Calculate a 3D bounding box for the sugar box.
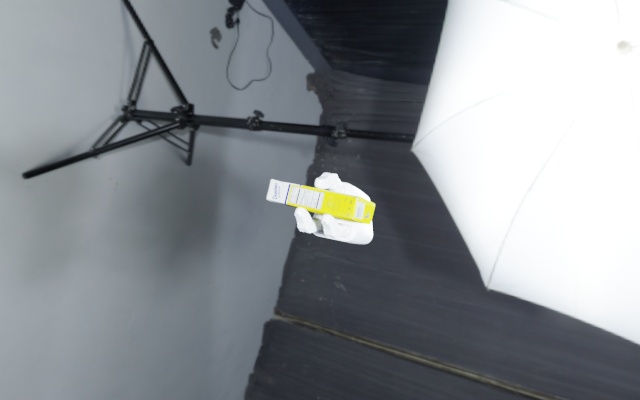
[{"bbox_3d":[0.000,0.003,0.868,0.176,0.048,0.093,10,-5,26],"label":"sugar box"}]
